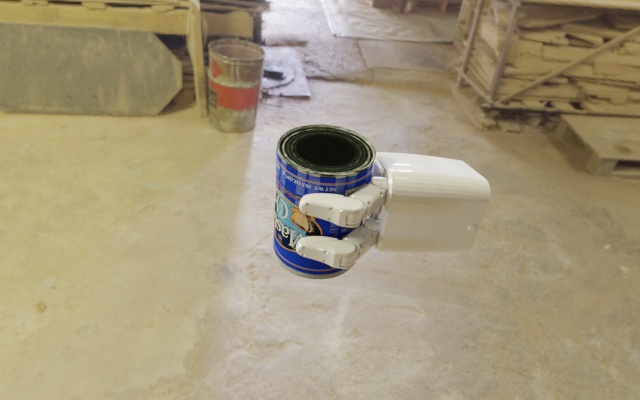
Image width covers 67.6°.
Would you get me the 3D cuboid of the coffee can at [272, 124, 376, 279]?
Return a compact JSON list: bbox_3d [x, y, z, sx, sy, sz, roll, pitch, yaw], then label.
[{"bbox_3d":[0.000,0.002,0.529,0.103,0.140,0.102,4,36,-3],"label":"coffee can"}]
